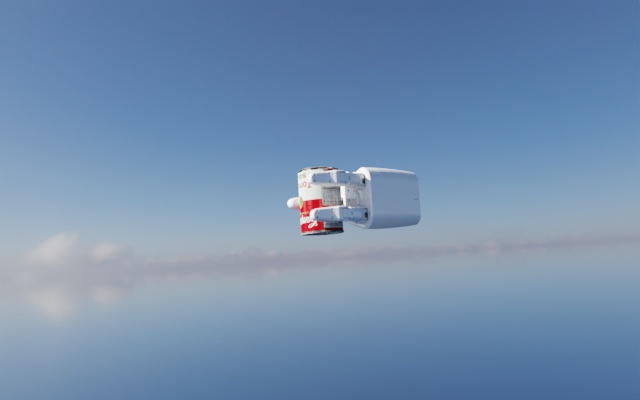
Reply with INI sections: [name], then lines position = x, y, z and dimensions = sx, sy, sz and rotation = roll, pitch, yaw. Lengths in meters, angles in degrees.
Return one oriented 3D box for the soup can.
[soup can]
position = 0.000, 0.002, 0.756
dimensions = 0.068, 0.102, 0.068
rotation = -3, -7, 0
